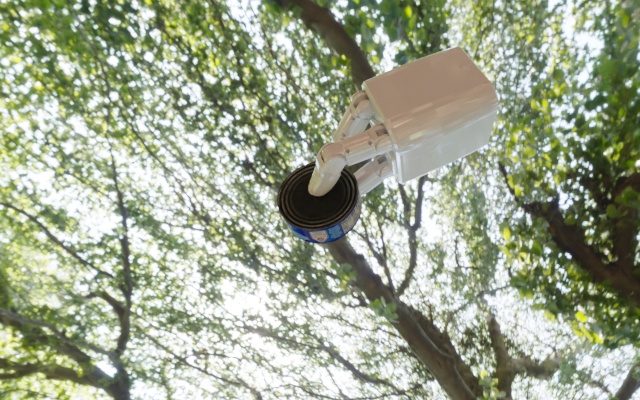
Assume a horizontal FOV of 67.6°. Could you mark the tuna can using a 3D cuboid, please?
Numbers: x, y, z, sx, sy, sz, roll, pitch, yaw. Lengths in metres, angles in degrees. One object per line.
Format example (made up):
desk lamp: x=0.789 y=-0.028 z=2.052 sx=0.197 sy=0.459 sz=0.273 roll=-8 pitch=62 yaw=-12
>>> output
tuna can: x=0.000 y=0.002 z=0.502 sx=0.086 sy=0.086 sz=0.034 roll=0 pitch=-33 yaw=15
